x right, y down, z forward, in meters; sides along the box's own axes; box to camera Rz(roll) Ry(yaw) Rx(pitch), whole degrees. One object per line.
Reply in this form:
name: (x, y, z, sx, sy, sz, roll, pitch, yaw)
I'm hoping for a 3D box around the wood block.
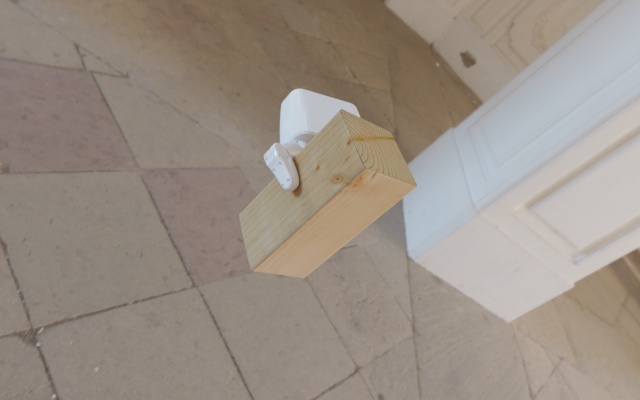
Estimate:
wood block: (0.000, 0.001, 0.579, 0.091, 0.090, 0.206, 16, -47, -40)
